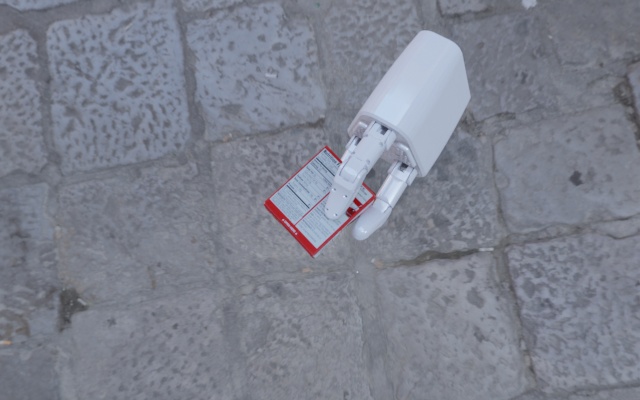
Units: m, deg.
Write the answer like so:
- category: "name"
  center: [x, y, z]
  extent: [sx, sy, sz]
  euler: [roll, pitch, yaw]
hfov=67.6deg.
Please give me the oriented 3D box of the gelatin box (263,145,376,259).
- category: "gelatin box"
  center: [0.000, 0.002, 0.478]
  extent: [0.089, 0.073, 0.030]
  euler: [-43, -10, -8]
